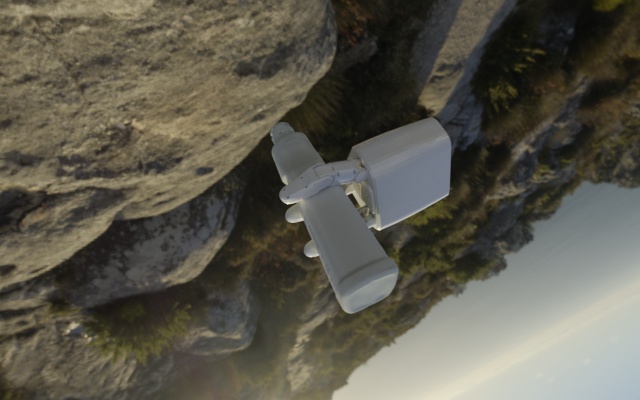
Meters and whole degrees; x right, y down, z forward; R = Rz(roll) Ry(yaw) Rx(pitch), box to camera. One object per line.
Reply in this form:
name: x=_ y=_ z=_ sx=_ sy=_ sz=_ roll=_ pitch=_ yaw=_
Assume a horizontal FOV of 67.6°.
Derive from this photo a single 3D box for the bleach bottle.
bleach bottle: x=0.000 y=0.002 z=0.562 sx=0.068 sy=0.250 sz=0.103 roll=-24 pitch=-26 yaw=-9
